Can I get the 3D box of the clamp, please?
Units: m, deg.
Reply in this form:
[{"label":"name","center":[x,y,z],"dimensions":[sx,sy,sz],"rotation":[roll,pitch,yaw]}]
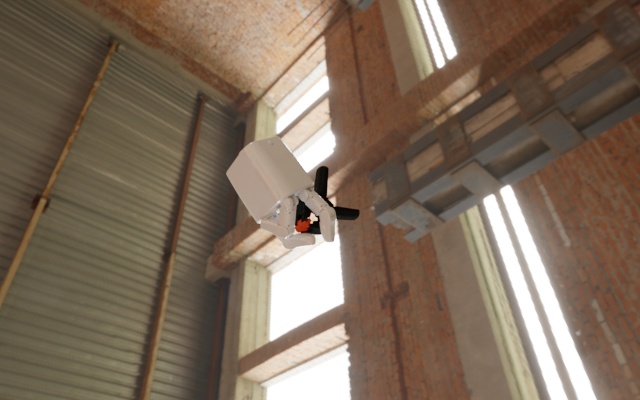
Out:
[{"label":"clamp","center":[0.000,0.003,0.857],"dimensions":[0.039,0.120,0.171],"rotation":[-41,-8,32]}]
